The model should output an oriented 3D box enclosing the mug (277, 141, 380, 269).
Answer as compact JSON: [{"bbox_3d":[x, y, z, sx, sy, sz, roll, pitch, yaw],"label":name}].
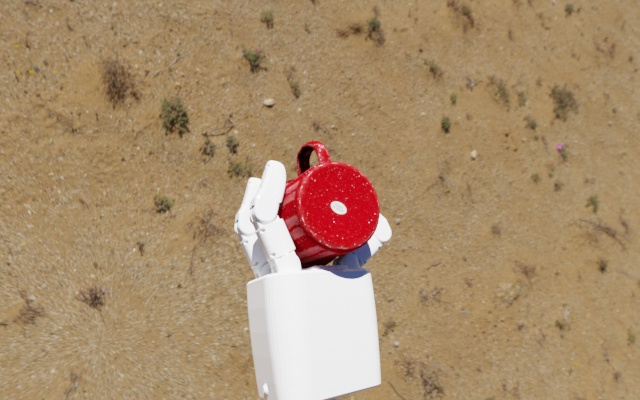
[{"bbox_3d":[0.000,0.000,0.443,0.093,0.117,0.081,-1,-13,-25],"label":"mug"}]
